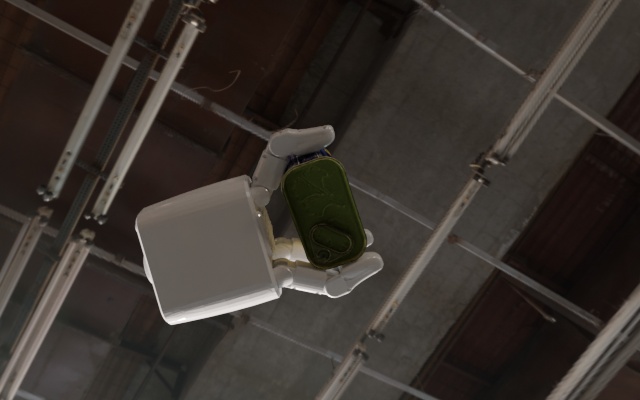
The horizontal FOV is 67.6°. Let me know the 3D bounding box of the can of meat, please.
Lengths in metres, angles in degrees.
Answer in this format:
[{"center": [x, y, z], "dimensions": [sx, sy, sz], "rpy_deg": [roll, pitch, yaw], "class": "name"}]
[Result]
[{"center": [0.000, 0.001, 0.457], "dimensions": [0.057, 0.102, 0.084], "rpy_deg": [-20, 18, 0], "class": "can of meat"}]
